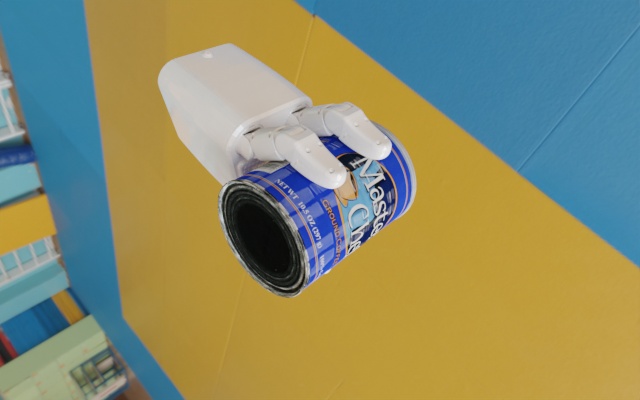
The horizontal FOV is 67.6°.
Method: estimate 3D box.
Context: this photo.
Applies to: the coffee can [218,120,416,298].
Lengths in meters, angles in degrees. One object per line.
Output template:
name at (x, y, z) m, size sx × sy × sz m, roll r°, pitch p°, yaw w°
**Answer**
coffee can at (0.000, 0.001, 0.408) m, size 0.140 × 0.103 × 0.103 m, roll -32°, pitch 21°, yaw -37°
